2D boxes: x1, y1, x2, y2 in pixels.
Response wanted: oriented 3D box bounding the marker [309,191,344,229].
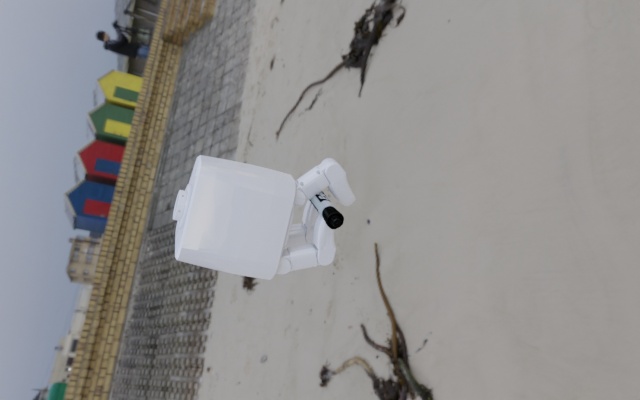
[{"bbox_3d":[0.000,0.002,0.527,0.020,0.020,0.121,0,20,-16],"label":"marker"}]
